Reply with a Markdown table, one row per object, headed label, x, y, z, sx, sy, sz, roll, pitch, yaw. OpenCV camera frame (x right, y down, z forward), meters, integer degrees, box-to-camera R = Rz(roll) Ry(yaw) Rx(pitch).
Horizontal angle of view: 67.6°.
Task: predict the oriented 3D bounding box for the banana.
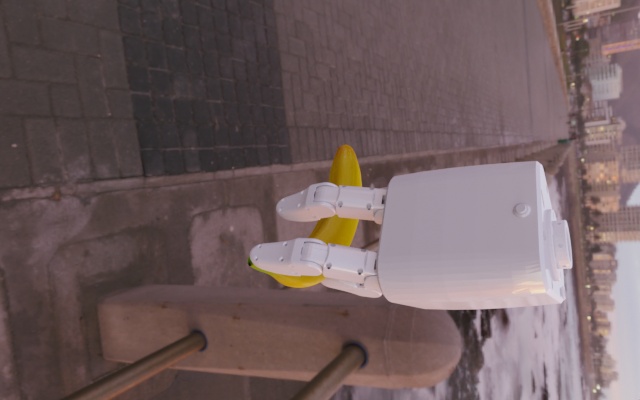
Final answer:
| label | x | y | z | sx | sy | sz | roll | pitch | yaw |
| --- | --- | --- | --- | --- | --- | --- | --- | --- | --- |
| banana | 0.006 | 0.019 | 0.449 | 0.037 | 0.070 | 0.197 | -11 | 27 | 33 |
